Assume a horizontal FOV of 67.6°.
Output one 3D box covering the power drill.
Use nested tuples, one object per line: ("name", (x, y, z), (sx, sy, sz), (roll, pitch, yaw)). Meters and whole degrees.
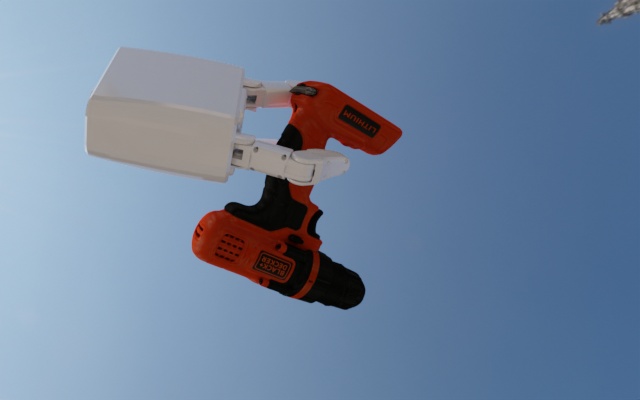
("power drill", (0.000, 0.001, 0.441), (0.184, 0.187, 0.057), (26, 0, -31))
